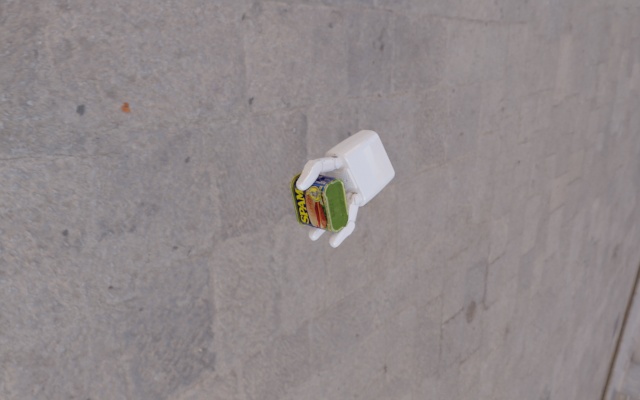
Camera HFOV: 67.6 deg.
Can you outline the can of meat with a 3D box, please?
[{"bbox_3d":[0.000,0.003,0.852,0.084,0.102,0.057,13,34,41],"label":"can of meat"}]
